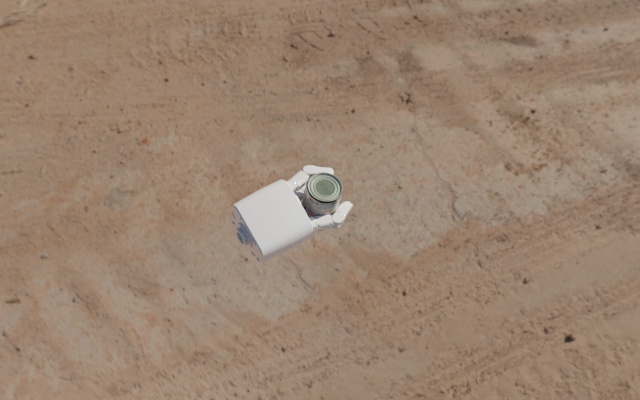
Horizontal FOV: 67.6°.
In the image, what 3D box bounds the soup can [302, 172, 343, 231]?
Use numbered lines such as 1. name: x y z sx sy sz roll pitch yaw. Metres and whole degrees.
1. soup can: 0.001 0.003 0.891 0.068 0.068 0.102 0 -33 -11
